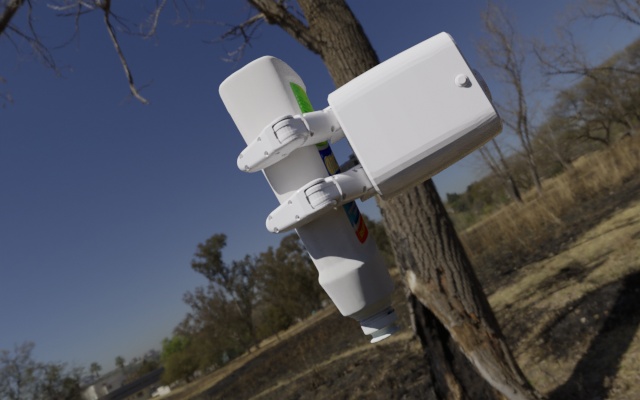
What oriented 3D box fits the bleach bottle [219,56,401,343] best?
[{"bbox_3d":[0.000,0.001,0.422,0.068,0.251,0.102,-29,-10,11],"label":"bleach bottle"}]
